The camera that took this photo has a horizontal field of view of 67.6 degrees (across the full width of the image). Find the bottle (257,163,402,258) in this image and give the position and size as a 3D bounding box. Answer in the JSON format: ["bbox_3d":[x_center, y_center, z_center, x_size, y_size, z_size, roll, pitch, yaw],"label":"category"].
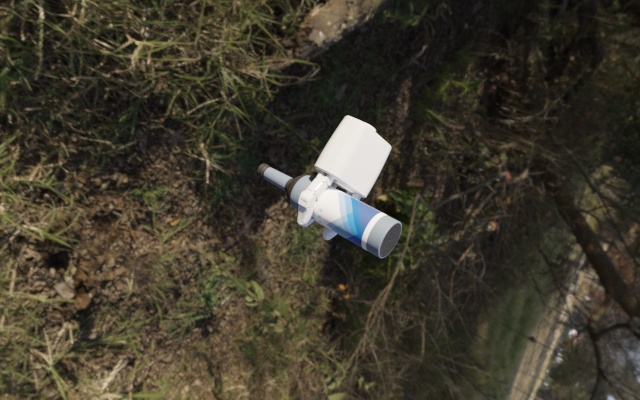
[{"bbox_3d":[0.000,0.003,0.838,0.295,0.069,0.069,29,15,30],"label":"bottle"}]
